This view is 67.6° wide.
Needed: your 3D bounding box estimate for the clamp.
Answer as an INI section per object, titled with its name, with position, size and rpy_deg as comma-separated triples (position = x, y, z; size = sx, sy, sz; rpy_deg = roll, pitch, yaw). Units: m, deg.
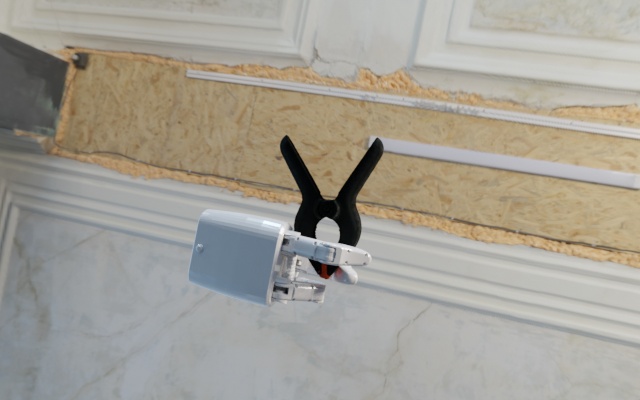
[clamp]
position = 0.000, 0.002, 0.559
size = 0.120, 0.171, 0.039
rpy_deg = 12, 0, 14
